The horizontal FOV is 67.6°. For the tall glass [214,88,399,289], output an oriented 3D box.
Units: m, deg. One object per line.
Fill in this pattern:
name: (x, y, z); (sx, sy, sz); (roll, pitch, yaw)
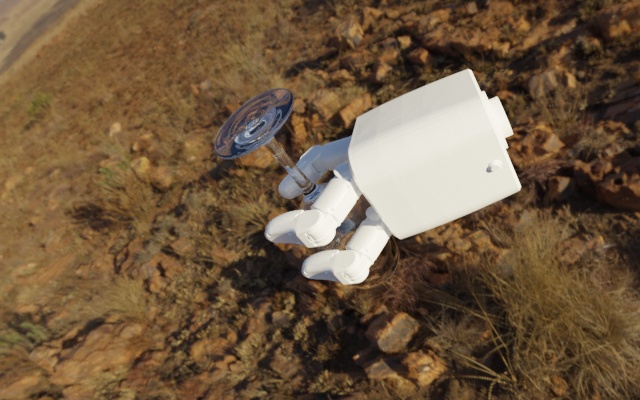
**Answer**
tall glass: (0.000, 0.001, 0.421); (0.079, 0.079, 0.201); (0, -38, 41)
